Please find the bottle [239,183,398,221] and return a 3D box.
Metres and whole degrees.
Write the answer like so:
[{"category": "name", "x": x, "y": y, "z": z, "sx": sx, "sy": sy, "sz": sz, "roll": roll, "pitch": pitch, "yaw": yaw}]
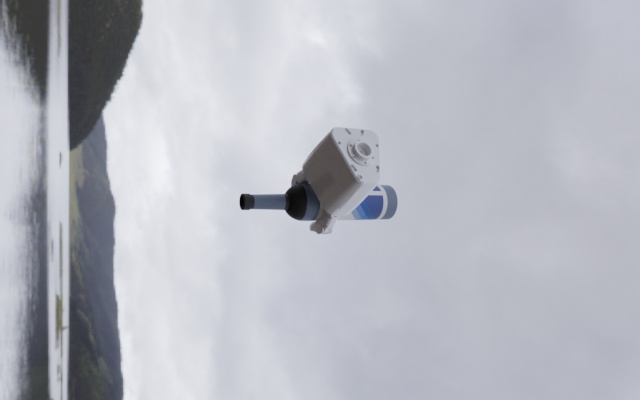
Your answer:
[{"category": "bottle", "x": 0.000, "y": 0.003, "z": 0.853, "sx": 0.296, "sy": 0.069, "sz": 0.069, "roll": 0, "pitch": 0, "yaw": -29}]
